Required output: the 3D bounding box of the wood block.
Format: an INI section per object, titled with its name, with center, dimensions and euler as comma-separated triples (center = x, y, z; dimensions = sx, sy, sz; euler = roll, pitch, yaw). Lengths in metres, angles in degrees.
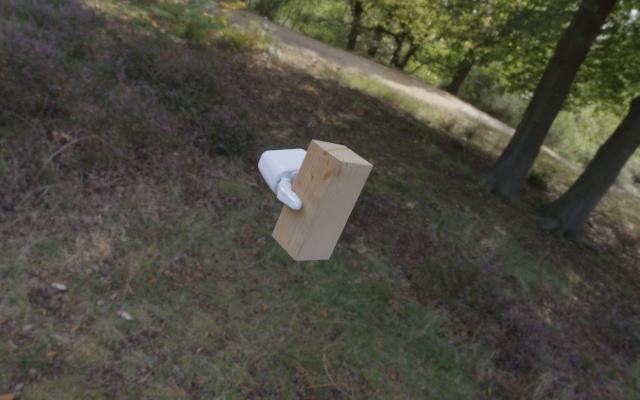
[wood block]
center = 0.000, 0.003, 0.893
dimensions = 0.091, 0.206, 0.090
euler = 4, 27, -43
